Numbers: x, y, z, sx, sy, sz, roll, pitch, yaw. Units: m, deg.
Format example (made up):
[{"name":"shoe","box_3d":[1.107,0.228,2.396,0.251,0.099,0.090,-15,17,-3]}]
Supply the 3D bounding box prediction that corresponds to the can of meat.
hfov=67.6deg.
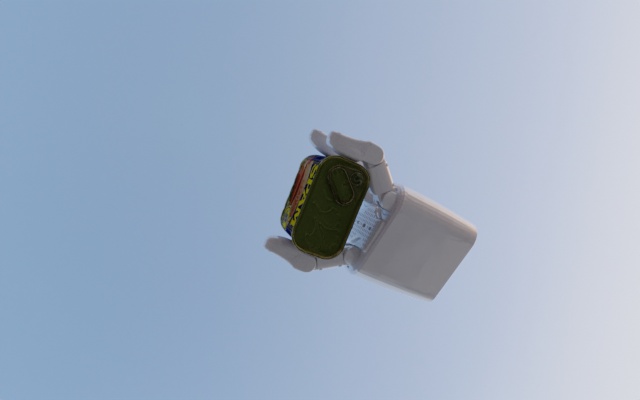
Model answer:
[{"name":"can of meat","box_3d":[0.000,0.002,0.509,0.057,0.102,0.084,21,2,-17]}]
